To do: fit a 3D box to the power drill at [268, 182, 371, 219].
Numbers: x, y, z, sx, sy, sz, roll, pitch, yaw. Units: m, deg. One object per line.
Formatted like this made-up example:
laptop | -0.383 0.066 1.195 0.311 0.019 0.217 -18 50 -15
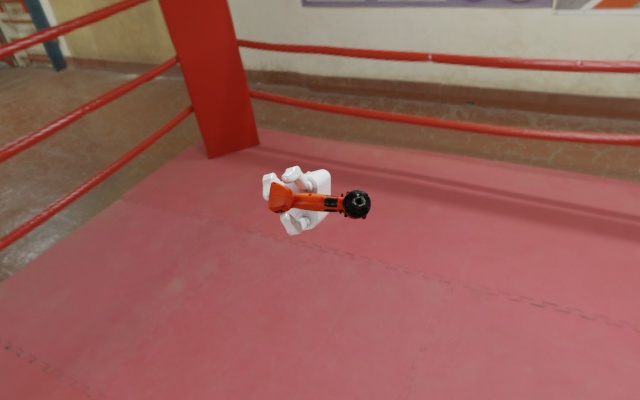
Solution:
power drill | 0.000 0.003 0.894 0.187 0.057 0.184 7 -6 2
